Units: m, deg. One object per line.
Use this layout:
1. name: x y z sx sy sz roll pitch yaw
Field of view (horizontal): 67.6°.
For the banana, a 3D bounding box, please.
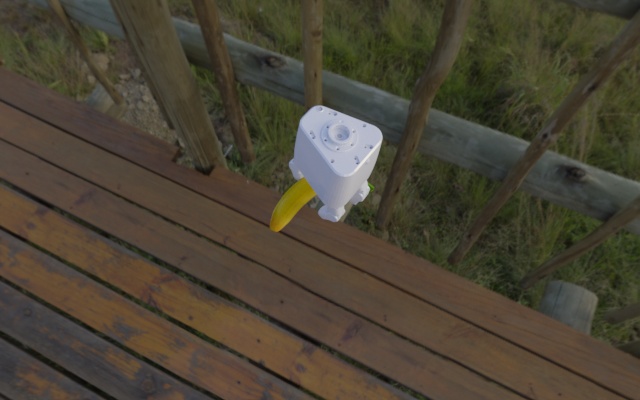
1. banana: -0.005 -0.015 0.805 0.198 0.069 0.037 -23 -14 -16
